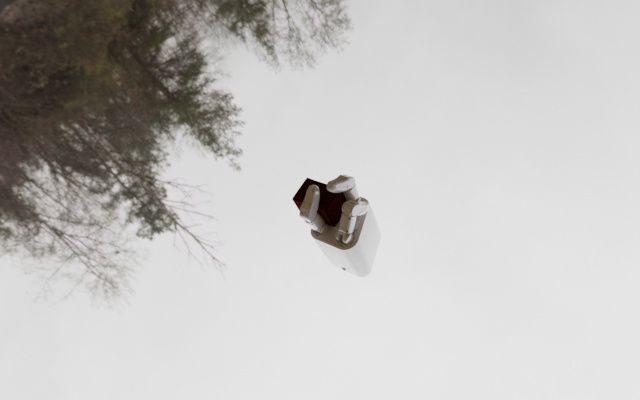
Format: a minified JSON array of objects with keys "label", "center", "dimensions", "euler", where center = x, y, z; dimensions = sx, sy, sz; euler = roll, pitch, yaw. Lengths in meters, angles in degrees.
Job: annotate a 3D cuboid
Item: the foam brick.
[{"label":"foam brick","center":[0.000,0.003,0.843],"dimensions":[0.078,0.053,0.051],"euler":[20,-26,36]}]
